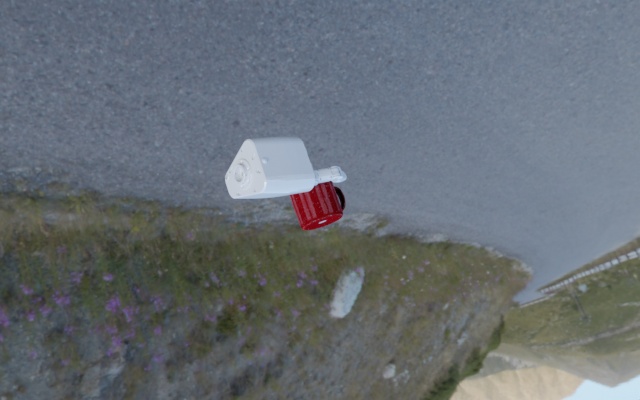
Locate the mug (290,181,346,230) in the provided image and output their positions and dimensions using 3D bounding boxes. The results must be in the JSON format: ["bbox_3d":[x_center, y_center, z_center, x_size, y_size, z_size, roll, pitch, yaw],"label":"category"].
[{"bbox_3d":[0.001,0.003,0.883,0.117,0.081,0.093,-6,-19,-43],"label":"mug"}]
